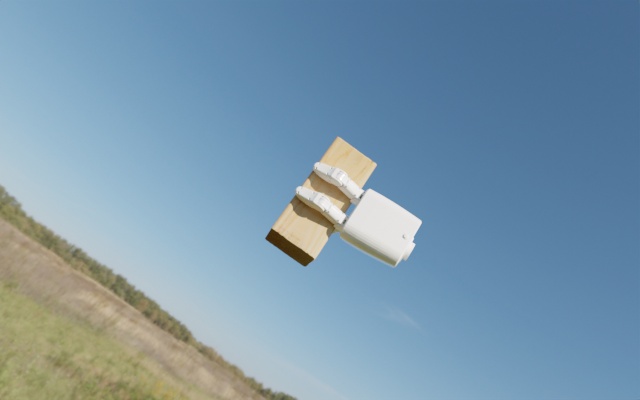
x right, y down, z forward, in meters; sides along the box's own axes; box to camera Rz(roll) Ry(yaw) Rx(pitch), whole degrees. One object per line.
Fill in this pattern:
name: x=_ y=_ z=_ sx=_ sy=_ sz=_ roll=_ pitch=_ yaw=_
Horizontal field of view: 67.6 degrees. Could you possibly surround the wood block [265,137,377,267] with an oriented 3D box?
wood block: x=0.000 y=0.003 z=0.845 sx=0.090 sy=0.206 sz=0.091 roll=35 pitch=-21 yaw=-1
